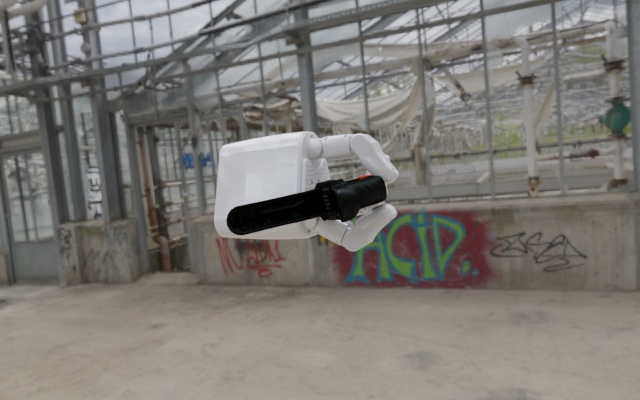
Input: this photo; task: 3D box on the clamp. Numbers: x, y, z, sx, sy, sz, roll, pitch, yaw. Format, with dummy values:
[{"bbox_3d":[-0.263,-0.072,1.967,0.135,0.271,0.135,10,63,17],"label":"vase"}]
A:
[{"bbox_3d":[0.000,0.001,0.432,0.120,0.039,0.171,-3,4,23],"label":"clamp"}]
